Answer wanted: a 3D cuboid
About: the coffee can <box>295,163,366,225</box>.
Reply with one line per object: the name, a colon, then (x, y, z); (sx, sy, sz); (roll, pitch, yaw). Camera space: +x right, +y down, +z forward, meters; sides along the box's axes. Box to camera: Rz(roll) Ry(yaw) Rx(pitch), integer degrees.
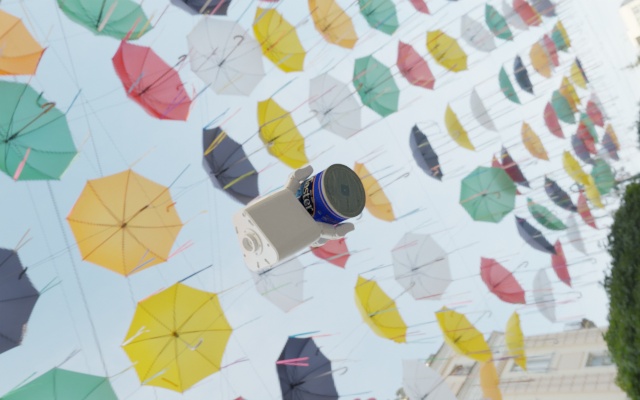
coffee can: (0.000, 0.003, 0.896); (0.103, 0.102, 0.140); (0, -18, -42)
